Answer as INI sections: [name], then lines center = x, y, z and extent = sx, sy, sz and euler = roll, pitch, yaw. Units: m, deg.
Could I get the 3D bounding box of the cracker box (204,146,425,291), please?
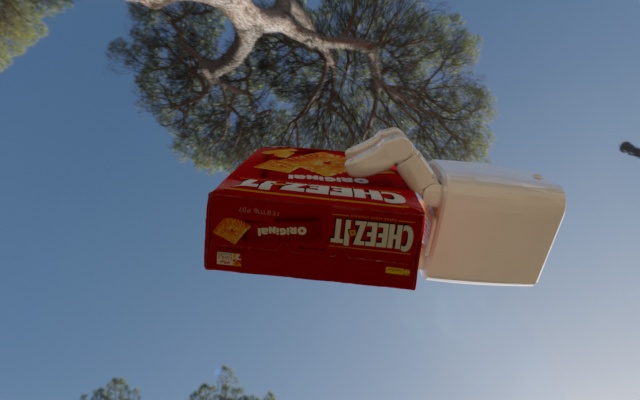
[cracker box]
center = 0.000, 0.002, 0.454
extent = 0.164, 0.072, 0.213
euler = 5, 15, 2
